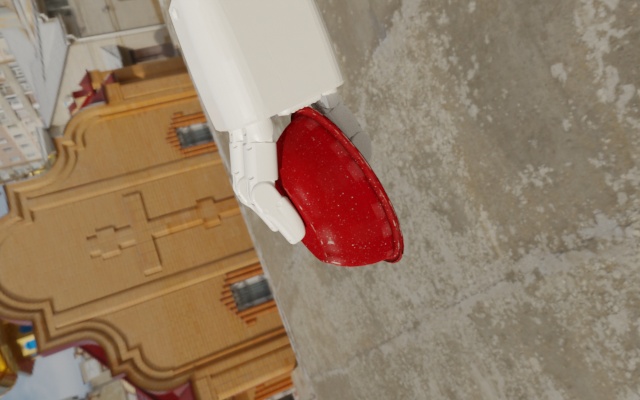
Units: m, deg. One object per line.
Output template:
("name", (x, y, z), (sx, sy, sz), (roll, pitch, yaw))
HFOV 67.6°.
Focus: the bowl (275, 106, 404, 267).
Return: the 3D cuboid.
("bowl", (0.000, 0.003, 0.417), (0.055, 0.162, 0.162), (-34, 9, -14))
